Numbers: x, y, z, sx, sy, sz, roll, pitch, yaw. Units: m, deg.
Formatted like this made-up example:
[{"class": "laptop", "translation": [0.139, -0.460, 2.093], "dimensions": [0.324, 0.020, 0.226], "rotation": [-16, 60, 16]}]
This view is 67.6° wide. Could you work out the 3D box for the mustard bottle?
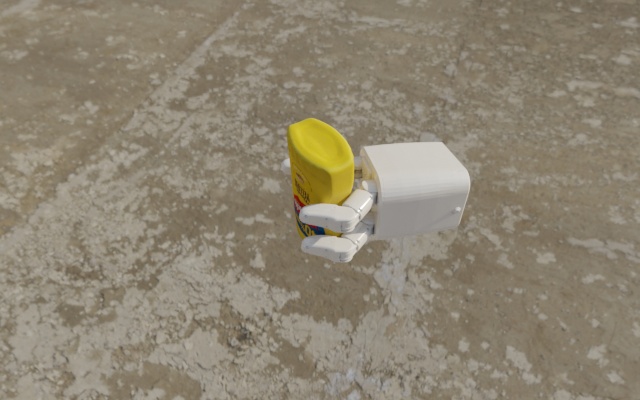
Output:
[{"class": "mustard bottle", "translation": [0.000, 0.002, 0.580], "dimensions": [0.058, 0.192, 0.096], "rotation": [-25, 51, -21]}]
